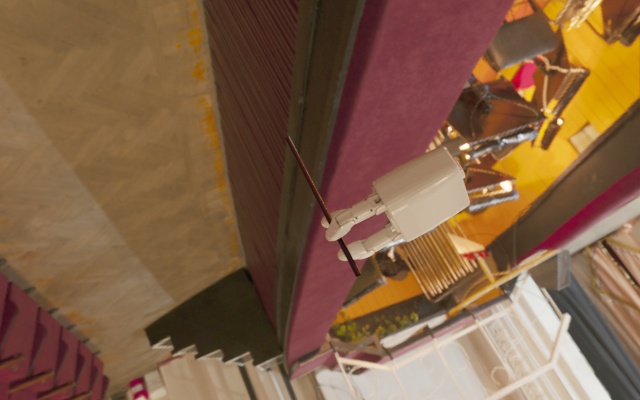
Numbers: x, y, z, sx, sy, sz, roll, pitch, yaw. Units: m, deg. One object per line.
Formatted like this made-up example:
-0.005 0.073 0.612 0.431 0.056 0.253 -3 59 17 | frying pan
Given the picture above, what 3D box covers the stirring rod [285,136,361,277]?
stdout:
0.000 0.002 0.690 0.011 0.239 0.011 -23 -22 -10 | stirring rod
